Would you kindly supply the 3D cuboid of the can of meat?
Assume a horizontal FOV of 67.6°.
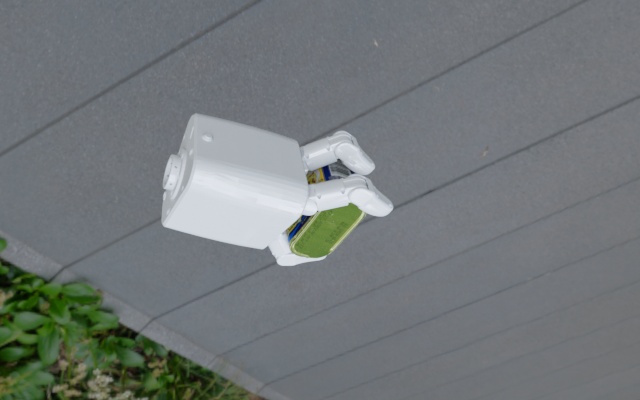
[{"bbox_3d":[0.000,0.002,0.519,0.057,0.083,0.102,17,-51,-29],"label":"can of meat"}]
